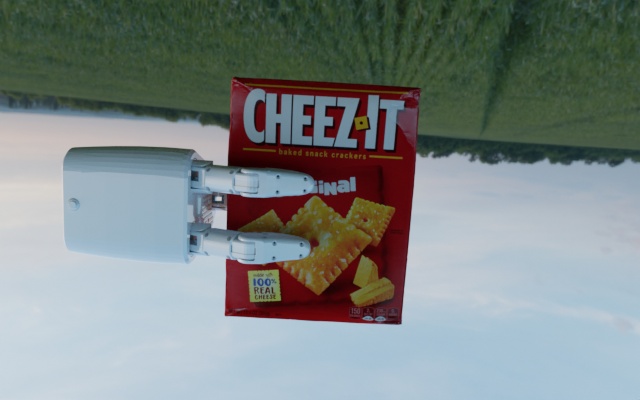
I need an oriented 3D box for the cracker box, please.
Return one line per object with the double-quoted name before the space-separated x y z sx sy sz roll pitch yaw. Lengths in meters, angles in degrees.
"cracker box" 0.000 0.002 0.440 0.164 0.214 0.072 4 9 2
